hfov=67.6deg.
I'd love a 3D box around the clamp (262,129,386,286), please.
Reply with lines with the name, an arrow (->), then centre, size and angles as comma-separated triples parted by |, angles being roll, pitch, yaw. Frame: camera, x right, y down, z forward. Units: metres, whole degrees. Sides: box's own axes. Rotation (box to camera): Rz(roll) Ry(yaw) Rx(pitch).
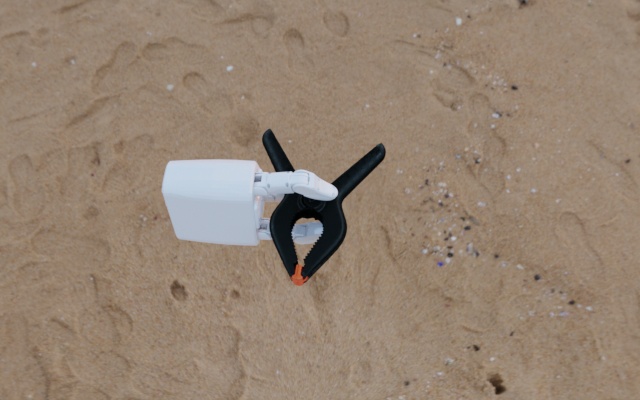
clamp -> 0.000, 0.002, 0.595 | 0.164, 0.210, 0.036 | 1, -26, 3
